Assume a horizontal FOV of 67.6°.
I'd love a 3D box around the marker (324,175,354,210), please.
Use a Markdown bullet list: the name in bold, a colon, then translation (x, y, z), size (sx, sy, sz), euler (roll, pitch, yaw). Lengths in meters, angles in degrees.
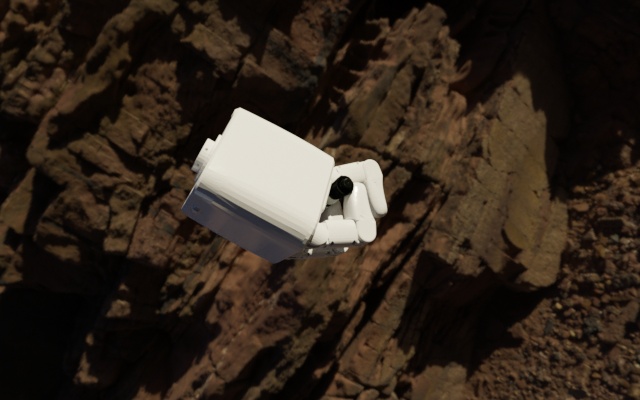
- **marker**: translation (0.000, 0.002, 0.487), size (0.020, 0.020, 0.121), euler (0, -17, -26)
